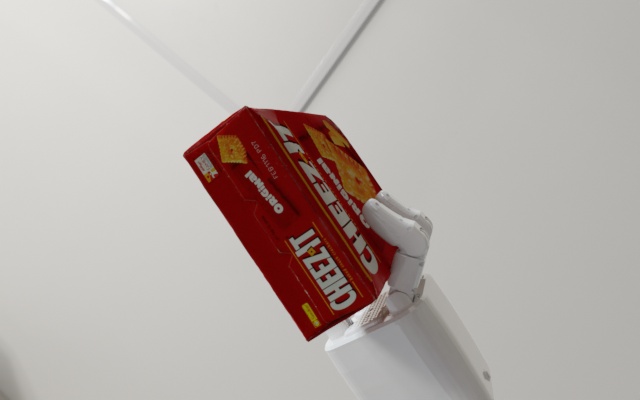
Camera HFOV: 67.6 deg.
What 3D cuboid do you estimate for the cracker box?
[{"bbox_3d":[0.000,0.001,0.429,0.072,0.164,0.213,-35,-3,17],"label":"cracker box"}]
